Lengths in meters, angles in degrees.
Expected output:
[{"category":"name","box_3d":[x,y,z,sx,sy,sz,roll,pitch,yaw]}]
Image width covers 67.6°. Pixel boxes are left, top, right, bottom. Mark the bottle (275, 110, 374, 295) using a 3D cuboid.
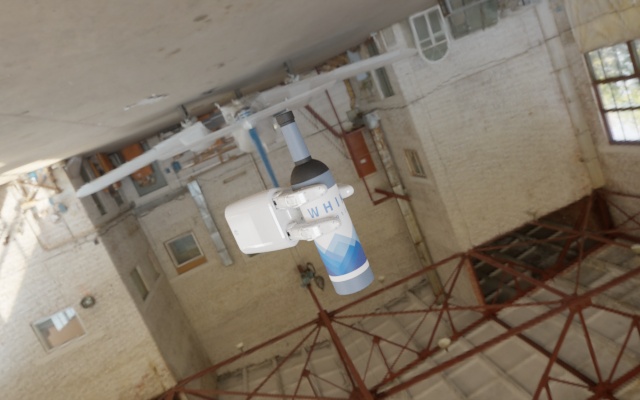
[{"category":"bottle","box_3d":[0.000,0.003,0.747,0.069,0.296,0.069,-22,11,4]}]
